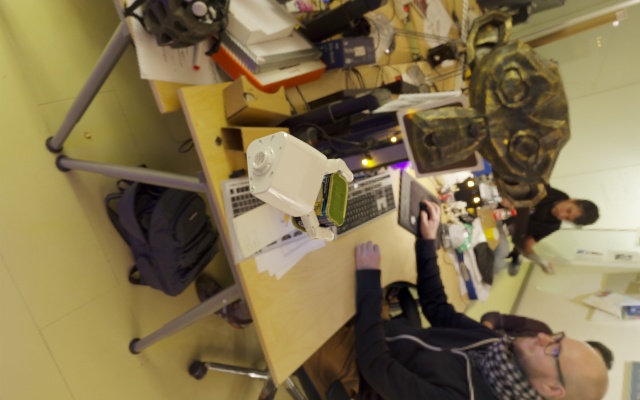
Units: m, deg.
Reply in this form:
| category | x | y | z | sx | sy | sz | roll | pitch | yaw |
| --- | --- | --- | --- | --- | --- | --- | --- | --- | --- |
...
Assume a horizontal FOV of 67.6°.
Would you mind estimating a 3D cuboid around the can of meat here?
| category | x | y | z | sx | sy | sz | roll | pitch | yaw |
| --- | --- | --- | --- | --- | --- | --- | --- | --- | --- |
| can of meat | 0.000 | 0.003 | 0.878 | 0.084 | 0.102 | 0.057 | -11 | -29 | 37 |
